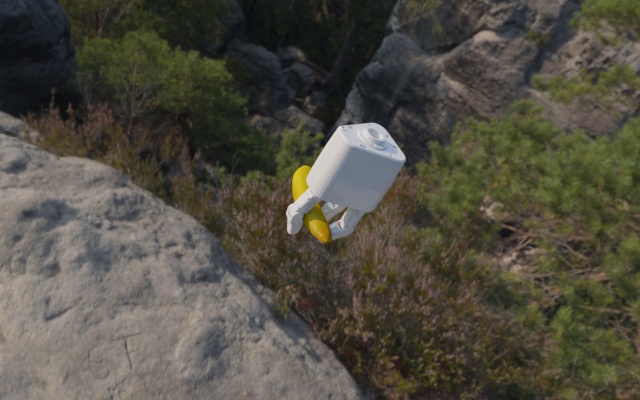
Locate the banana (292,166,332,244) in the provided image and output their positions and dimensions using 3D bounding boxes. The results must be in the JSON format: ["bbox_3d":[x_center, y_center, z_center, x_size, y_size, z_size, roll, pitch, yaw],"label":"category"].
[{"bbox_3d":[-0.016,-0.007,0.804,0.069,0.037,0.197,25,30,-21],"label":"banana"}]
